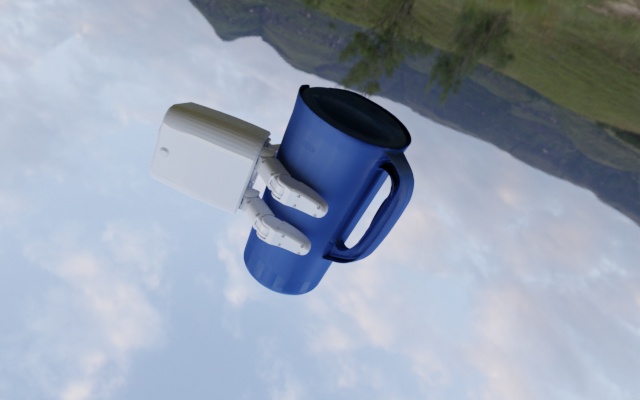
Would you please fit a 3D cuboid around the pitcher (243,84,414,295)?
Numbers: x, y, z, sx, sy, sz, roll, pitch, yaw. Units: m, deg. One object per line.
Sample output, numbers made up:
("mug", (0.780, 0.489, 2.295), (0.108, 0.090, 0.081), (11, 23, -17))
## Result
("pitcher", (0.000, 0.002, 0.560), (0.145, 0.243, 0.149), (22, 30, -7))
